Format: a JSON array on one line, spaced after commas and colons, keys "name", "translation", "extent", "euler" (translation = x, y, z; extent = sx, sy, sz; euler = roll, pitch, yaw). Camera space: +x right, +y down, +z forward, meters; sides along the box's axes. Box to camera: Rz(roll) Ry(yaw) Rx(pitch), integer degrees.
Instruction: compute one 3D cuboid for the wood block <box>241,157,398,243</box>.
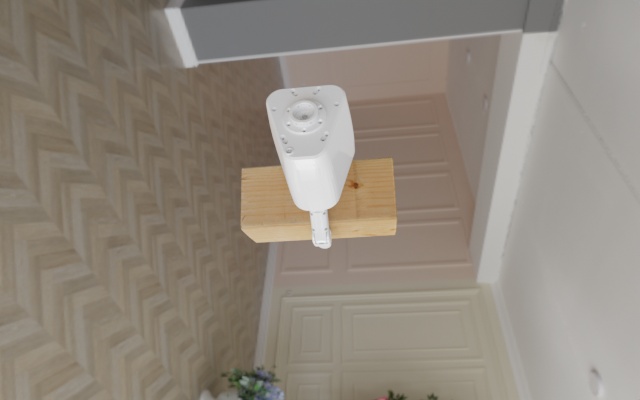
[{"name": "wood block", "translation": [0.000, 0.002, 0.672], "extent": [0.206, 0.090, 0.090], "euler": [-3, -18, 6]}]
